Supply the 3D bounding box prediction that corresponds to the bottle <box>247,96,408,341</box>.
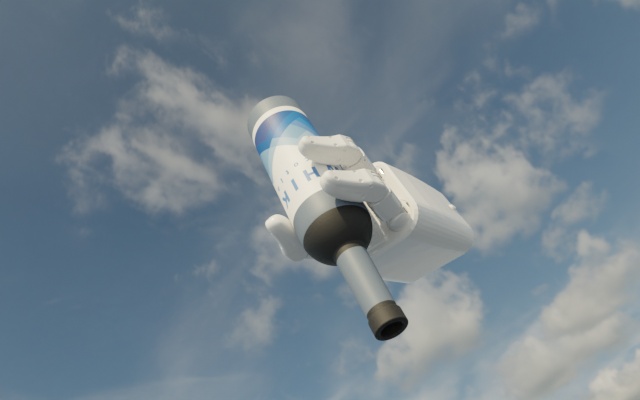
[{"bbox_3d":[0.000,0.001,0.448,0.069,0.069,0.295,0,39,-27],"label":"bottle"}]
